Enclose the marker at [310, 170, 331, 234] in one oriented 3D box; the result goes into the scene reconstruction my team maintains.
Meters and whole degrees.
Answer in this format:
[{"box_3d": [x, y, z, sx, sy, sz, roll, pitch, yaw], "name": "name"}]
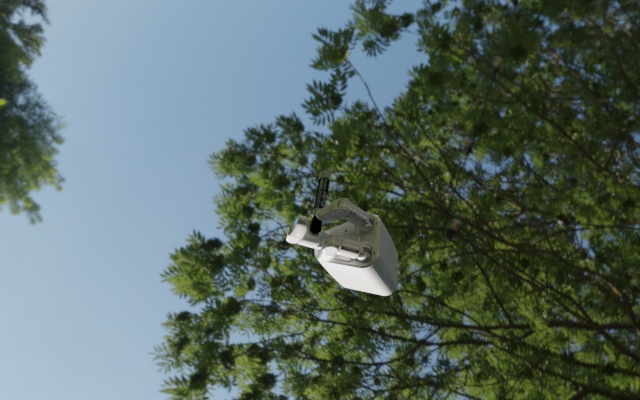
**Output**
[{"box_3d": [0.000, 0.003, 0.776, 0.020, 0.121, 0.020, 7, -36, 5], "name": "marker"}]
